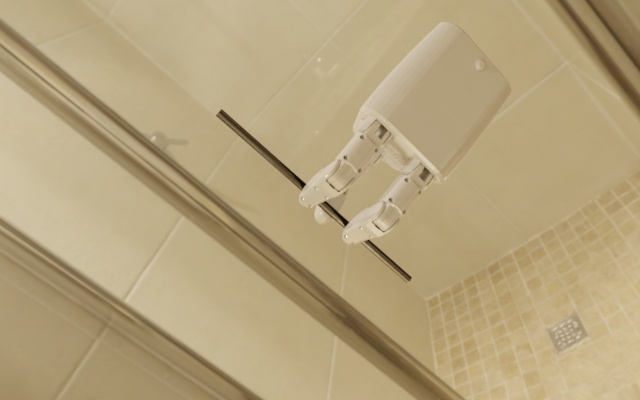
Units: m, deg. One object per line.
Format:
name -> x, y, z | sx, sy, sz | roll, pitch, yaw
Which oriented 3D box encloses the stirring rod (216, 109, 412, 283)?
stirring rod -> 0.000, 0.001, 0.439 | 0.239, 0.011, 0.011 | 41, -13, -15
